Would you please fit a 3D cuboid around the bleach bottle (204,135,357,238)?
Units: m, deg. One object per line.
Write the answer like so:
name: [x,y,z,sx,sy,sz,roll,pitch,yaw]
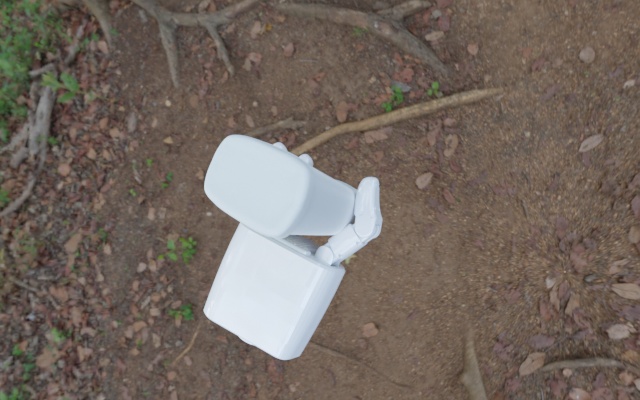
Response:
bleach bottle: [0.000,0.002,0.489,0.102,0.068,0.251,27,5,28]
